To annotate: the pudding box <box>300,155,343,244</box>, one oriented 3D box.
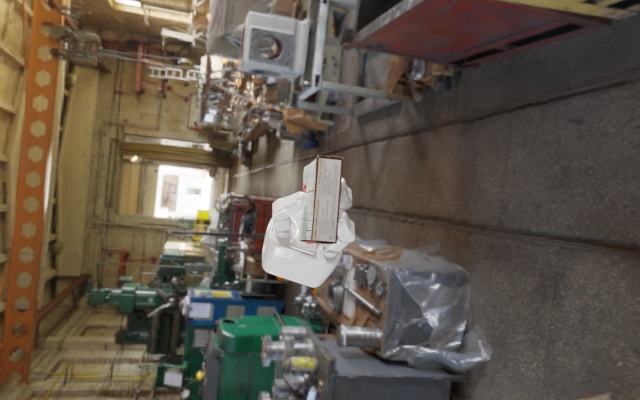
[{"bbox_3d":[0.000,0.002,0.639,0.039,0.113,0.090,4,-5,-12],"label":"pudding box"}]
